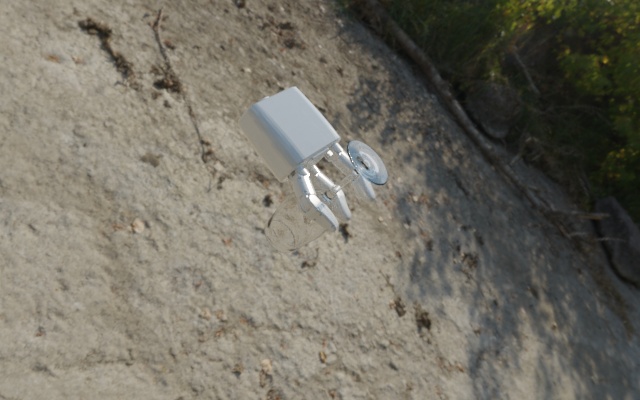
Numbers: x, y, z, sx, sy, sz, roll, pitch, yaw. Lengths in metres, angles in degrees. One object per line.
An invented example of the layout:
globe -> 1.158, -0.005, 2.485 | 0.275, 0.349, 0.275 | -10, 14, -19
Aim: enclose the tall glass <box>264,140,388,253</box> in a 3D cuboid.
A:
tall glass -> 0.001, 0.002, 0.692 | 0.079, 0.079, 0.201 | 0, -33, -49
